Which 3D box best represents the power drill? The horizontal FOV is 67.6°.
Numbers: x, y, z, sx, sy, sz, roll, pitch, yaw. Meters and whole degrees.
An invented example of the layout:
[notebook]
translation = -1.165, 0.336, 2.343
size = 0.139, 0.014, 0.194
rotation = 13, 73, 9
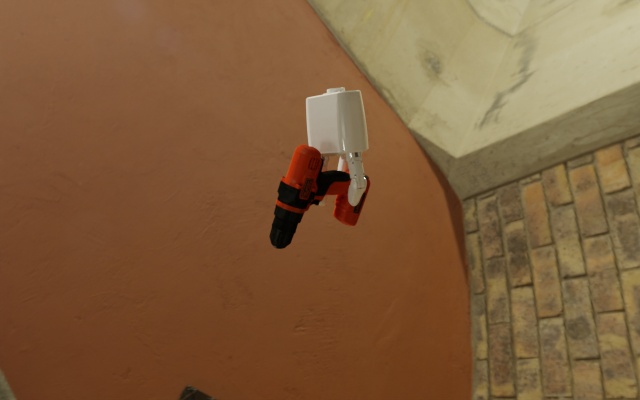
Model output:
[power drill]
translation = 0.000, 0.003, 0.860
size = 0.057, 0.184, 0.187
rotation = 28, 13, 39
